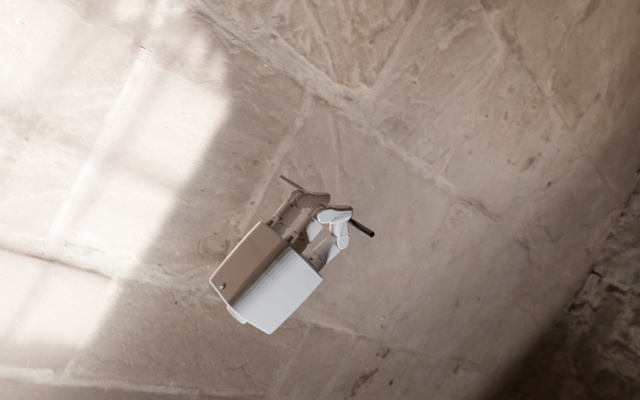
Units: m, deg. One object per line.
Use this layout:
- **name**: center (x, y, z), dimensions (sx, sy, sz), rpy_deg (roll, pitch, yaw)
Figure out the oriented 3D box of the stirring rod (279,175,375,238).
- **stirring rod**: center (0.000, 0.002, 0.686), dimensions (0.011, 0.011, 0.239), rpy_deg (0, 19, -35)
